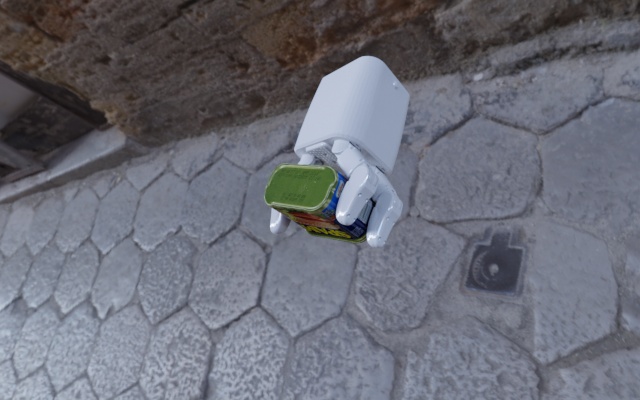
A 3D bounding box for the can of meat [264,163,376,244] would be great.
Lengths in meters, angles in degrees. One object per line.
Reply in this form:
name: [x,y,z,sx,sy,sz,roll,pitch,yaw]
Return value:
can of meat: [0.000,0.002,0.524,0.102,0.057,0.084,7,-21,42]
